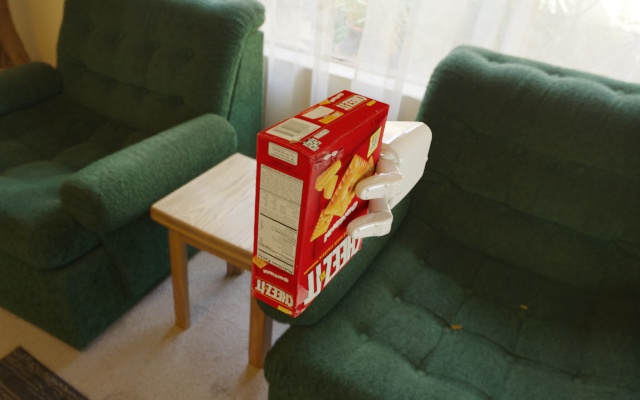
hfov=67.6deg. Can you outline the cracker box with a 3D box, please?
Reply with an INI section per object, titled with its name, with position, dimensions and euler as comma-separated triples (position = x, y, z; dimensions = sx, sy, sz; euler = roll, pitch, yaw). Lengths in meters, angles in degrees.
[cracker box]
position = 0.000, 0.002, 0.546
dimensions = 0.072, 0.214, 0.164
euler = 24, 37, 24
